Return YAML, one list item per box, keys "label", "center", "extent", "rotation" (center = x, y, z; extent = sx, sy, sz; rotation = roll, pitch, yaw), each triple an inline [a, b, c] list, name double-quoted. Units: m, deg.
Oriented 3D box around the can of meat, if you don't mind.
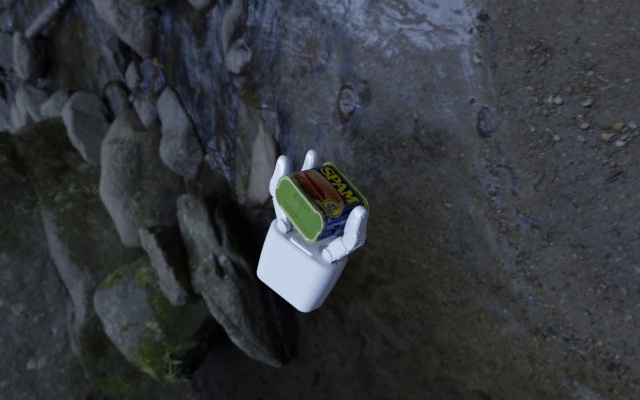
- label: "can of meat"
  center: [0.000, 0.002, 0.633]
  extent: [0.084, 0.057, 0.102]
  rotation: [-17, 56, -40]
